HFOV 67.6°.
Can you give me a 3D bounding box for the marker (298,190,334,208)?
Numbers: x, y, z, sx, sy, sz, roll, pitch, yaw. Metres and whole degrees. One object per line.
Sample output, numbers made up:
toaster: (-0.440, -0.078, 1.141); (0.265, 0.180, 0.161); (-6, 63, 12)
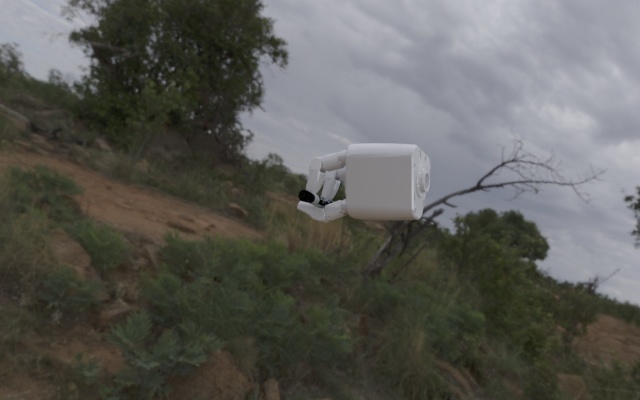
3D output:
marker: (0.000, 0.002, 0.772); (0.020, 0.020, 0.121); (0, -11, 28)
